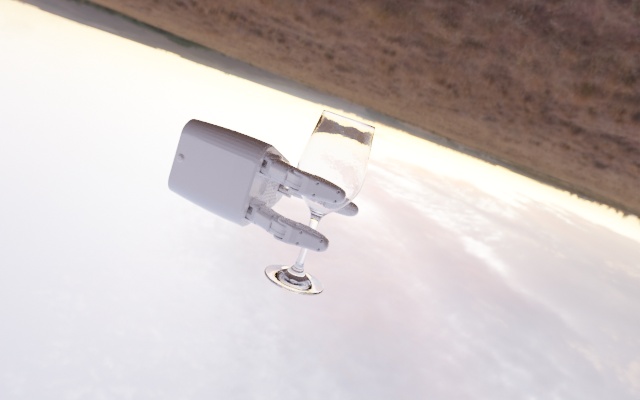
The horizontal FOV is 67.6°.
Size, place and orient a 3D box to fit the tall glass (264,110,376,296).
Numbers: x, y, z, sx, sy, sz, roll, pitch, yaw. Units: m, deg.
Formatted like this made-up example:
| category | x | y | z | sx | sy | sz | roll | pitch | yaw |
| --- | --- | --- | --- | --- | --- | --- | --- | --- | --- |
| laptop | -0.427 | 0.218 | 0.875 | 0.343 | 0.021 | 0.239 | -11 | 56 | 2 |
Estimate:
| category | x | y | z | sx | sy | sz | roll | pitch | yaw |
| --- | --- | --- | --- | --- | --- | --- | --- | --- | --- |
| tall glass | 0.000 | 0.002 | 0.546 | 0.079 | 0.201 | 0.079 | 19 | 12 | -4 |
